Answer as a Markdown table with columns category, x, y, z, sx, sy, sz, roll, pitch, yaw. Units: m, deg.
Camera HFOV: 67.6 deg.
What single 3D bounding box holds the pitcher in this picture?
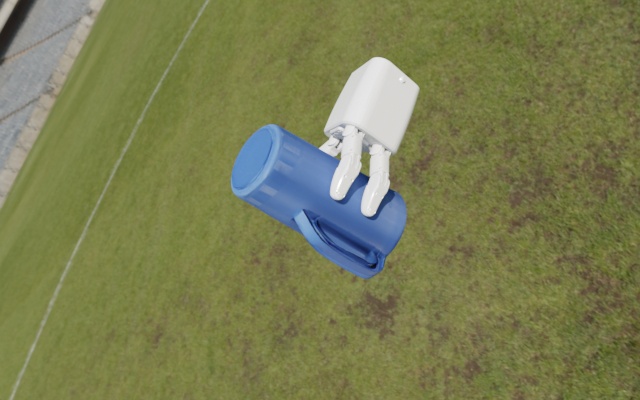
| category | x | y | z | sx | sy | sz | roll | pitch | yaw |
| --- | --- | --- | --- | --- | --- | --- | --- | --- | --- |
| pitcher | 0.000 | 0.002 | 0.677 | 0.243 | 0.145 | 0.149 | 29 | -8 | -32 |
